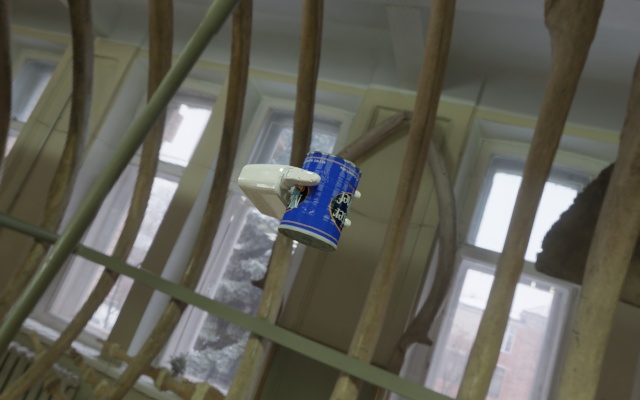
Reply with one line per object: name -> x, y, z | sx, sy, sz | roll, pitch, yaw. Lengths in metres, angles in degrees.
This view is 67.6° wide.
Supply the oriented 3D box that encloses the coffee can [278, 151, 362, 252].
coffee can -> 0.000, 0.003, 0.805 | 0.103, 0.140, 0.103 | 19, -14, 5
